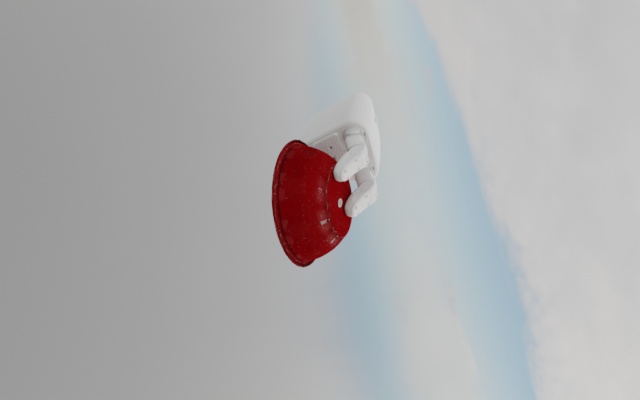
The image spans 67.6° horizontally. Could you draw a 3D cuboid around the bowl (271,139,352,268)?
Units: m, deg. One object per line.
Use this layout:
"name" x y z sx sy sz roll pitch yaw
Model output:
"bowl" 0.000 0.003 0.596 0.055 0.162 0.162 -3 -1 23
